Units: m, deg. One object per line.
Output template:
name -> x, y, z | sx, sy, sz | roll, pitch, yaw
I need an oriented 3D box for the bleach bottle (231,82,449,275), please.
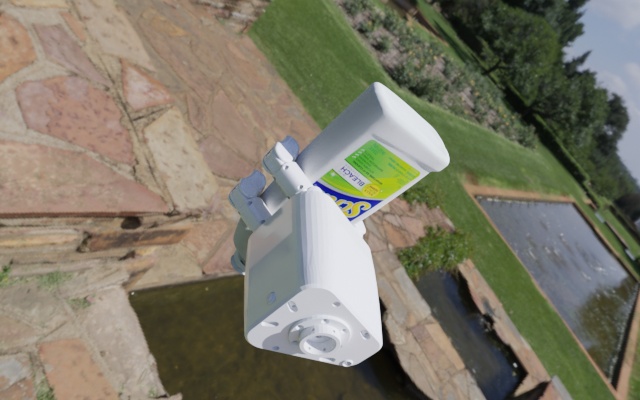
bleach bottle -> 0.000, 0.001, 0.486 | 0.102, 0.068, 0.251 | 32, -59, -28
